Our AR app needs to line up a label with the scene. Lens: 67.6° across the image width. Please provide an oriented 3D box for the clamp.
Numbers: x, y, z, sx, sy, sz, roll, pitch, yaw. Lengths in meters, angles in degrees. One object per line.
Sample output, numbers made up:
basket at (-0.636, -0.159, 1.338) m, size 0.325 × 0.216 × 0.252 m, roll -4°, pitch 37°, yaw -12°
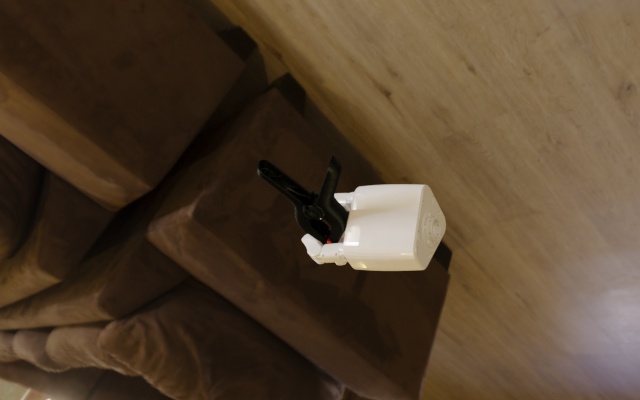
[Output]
clamp at (0.000, 0.003, 0.655) m, size 0.120 × 0.039 × 0.171 m, roll -3°, pitch -42°, yaw 37°
